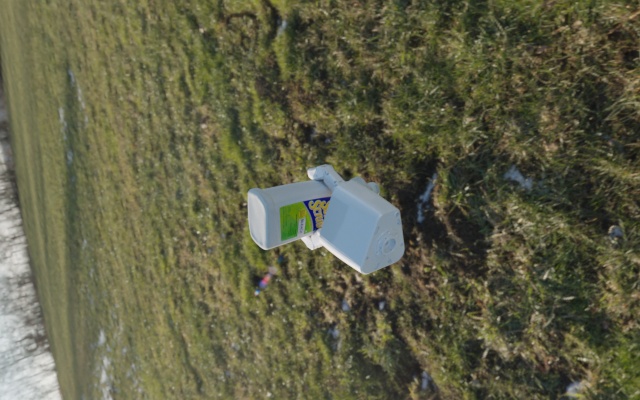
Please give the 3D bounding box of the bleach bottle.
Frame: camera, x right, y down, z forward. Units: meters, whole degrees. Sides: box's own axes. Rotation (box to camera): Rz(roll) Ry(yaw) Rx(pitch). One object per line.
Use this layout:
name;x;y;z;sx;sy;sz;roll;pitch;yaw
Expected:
bleach bottle;0.000;0.003;0.828;0.251;0.103;0.068;-17;33;-31
